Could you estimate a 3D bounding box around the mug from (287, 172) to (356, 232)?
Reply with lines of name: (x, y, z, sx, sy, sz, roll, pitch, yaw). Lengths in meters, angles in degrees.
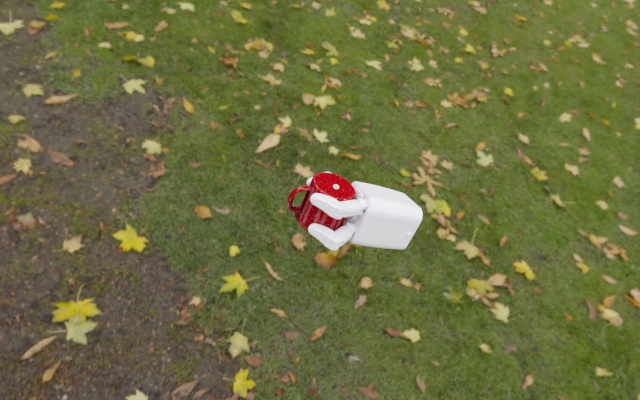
mug: (-0.001, 0.002, 0.830, 0.117, 0.081, 0.093, 11, 35, -19)
